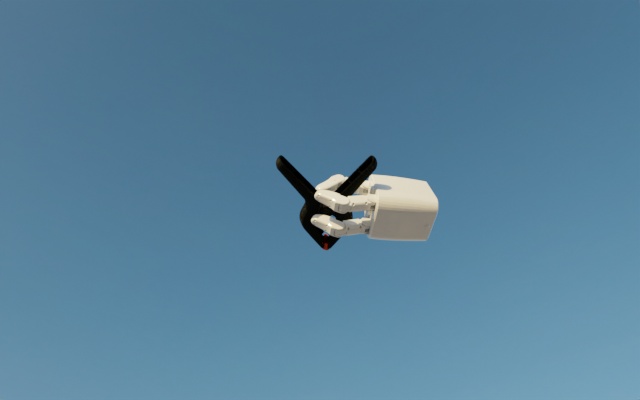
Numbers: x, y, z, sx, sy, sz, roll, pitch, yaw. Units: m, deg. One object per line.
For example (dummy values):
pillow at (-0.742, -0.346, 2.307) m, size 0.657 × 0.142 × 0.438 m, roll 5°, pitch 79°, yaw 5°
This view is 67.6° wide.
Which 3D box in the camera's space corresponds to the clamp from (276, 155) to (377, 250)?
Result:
clamp at (0.000, 0.003, 0.835) m, size 0.164 × 0.210 × 0.036 m, roll 6°, pitch 40°, yaw -3°
